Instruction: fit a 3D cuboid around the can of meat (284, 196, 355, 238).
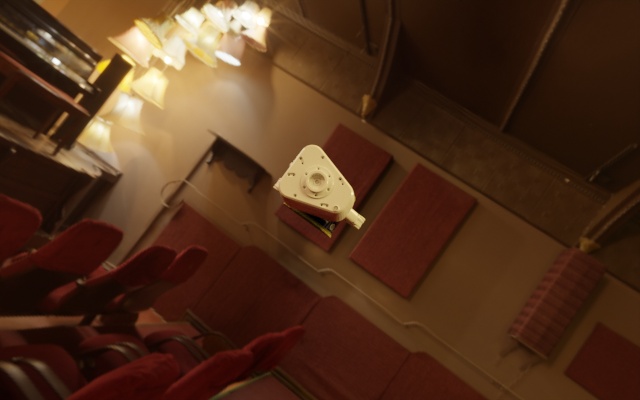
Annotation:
[{"bbox_3d":[0.000,0.003,0.856,0.102,0.084,0.057,35,-5,10],"label":"can of meat"}]
